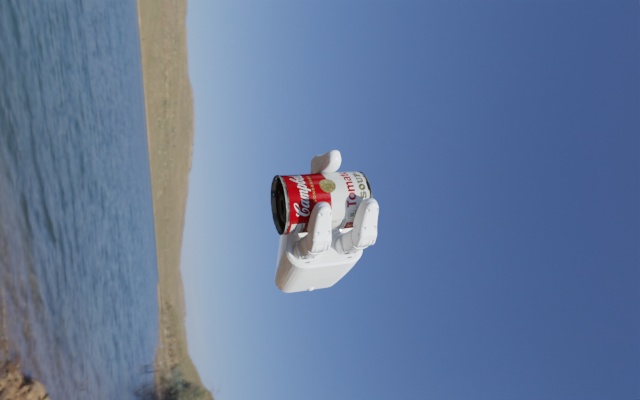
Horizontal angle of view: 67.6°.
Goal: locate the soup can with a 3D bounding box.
[{"bbox_3d":[0.000,0.001,0.551,0.102,0.068,0.068,-4,1,-19],"label":"soup can"}]
